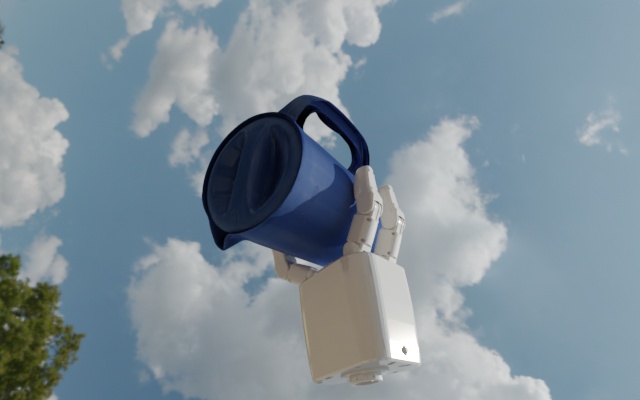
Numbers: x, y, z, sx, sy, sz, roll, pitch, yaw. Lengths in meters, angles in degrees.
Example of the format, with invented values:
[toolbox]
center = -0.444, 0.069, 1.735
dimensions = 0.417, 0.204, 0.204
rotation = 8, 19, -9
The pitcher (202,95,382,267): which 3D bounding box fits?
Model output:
[pitcher]
center = 0.000, 0.002, 0.556
dimensions = 0.149, 0.145, 0.243
rotation = -24, -34, 27
